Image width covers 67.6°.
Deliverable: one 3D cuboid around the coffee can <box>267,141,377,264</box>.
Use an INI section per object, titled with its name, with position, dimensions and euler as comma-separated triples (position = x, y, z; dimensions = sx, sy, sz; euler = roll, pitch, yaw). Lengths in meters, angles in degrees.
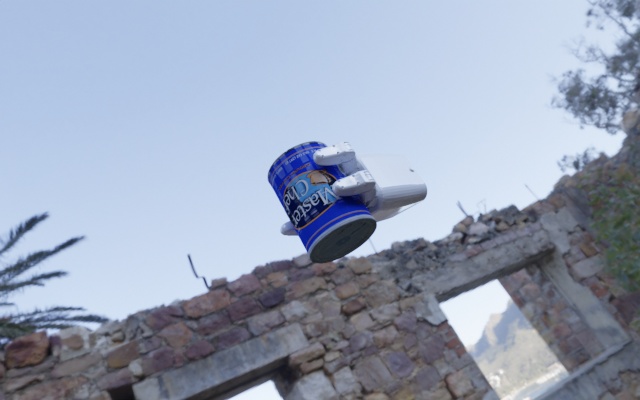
[coffee can]
position = 0.000, 0.002, 0.670
dimensions = 0.103, 0.140, 0.103
euler = -24, -27, -13
